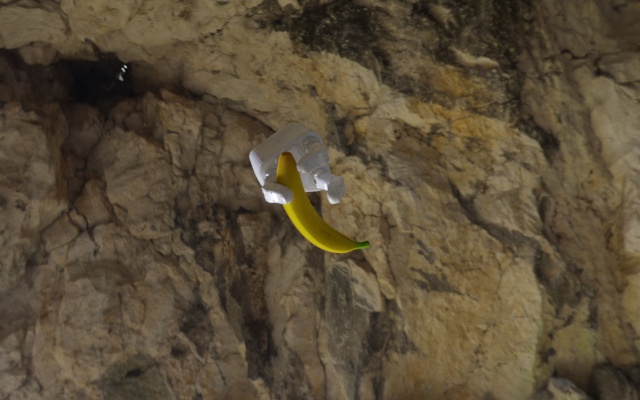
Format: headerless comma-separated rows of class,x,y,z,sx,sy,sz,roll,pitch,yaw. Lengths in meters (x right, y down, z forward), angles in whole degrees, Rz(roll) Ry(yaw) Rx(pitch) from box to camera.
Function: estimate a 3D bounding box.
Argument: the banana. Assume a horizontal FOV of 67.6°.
banana,-0.012,0.017,0.708,0.069,0.198,0.037,-40,22,5
